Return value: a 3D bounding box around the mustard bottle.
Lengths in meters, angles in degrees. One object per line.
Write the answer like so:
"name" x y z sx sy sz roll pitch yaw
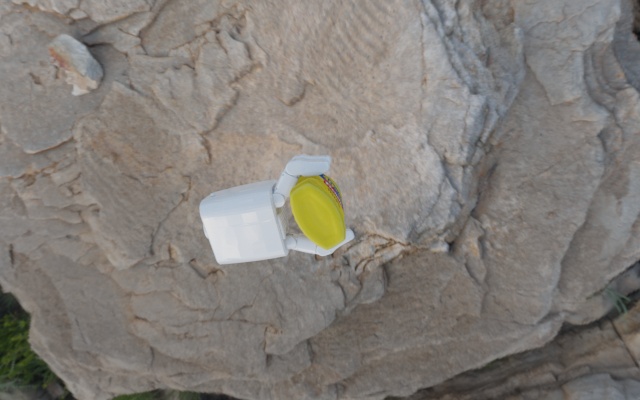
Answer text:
"mustard bottle" 0.000 0.002 0.712 0.058 0.096 0.191 -33 9 9
